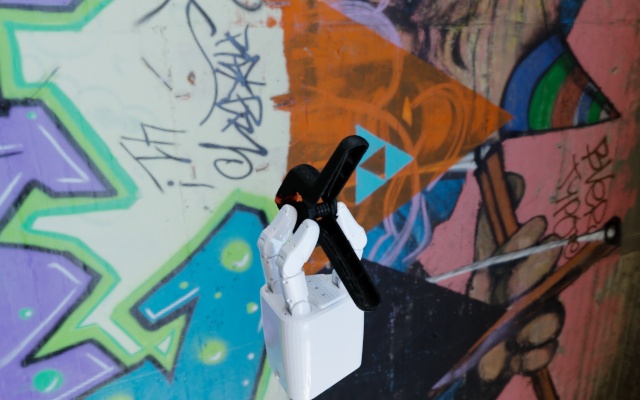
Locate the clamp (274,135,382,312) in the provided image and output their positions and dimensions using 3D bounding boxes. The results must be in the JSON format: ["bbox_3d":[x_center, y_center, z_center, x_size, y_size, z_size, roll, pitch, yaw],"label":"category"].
[{"bbox_3d":[0.001,0.002,0.505,0.036,0.165,0.210,-11,20,-24],"label":"clamp"}]
